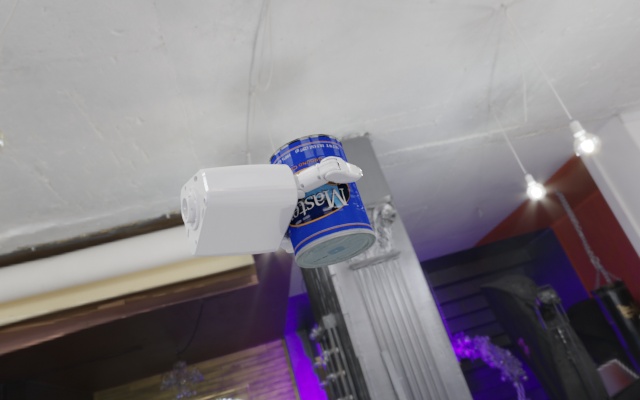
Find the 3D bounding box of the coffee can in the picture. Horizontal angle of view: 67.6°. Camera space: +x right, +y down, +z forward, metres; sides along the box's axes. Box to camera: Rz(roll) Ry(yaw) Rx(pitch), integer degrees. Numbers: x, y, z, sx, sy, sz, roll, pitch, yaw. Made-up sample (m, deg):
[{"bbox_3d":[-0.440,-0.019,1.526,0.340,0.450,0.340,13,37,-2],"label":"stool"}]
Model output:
[{"bbox_3d":[0.000,0.002,0.610,0.103,0.140,0.103,-15,-23,-7],"label":"coffee can"}]
